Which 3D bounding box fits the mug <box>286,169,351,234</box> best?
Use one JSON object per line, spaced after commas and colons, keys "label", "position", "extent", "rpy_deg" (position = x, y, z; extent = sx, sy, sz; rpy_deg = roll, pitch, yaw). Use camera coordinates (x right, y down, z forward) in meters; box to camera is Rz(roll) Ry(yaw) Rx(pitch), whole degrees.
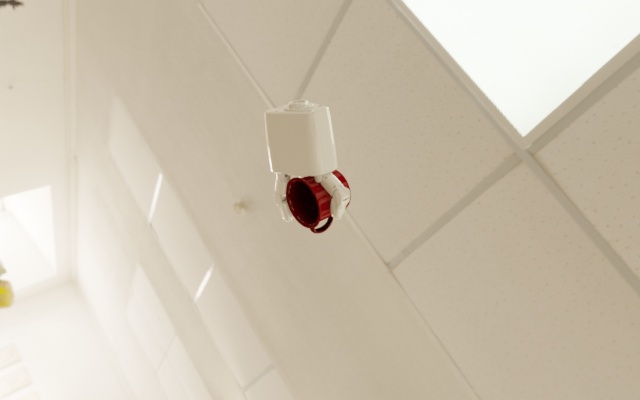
{"label": "mug", "position": [0.000, 0.004, 0.845], "extent": [0.081, 0.117, 0.093], "rpy_deg": [-24, 28, -36]}
